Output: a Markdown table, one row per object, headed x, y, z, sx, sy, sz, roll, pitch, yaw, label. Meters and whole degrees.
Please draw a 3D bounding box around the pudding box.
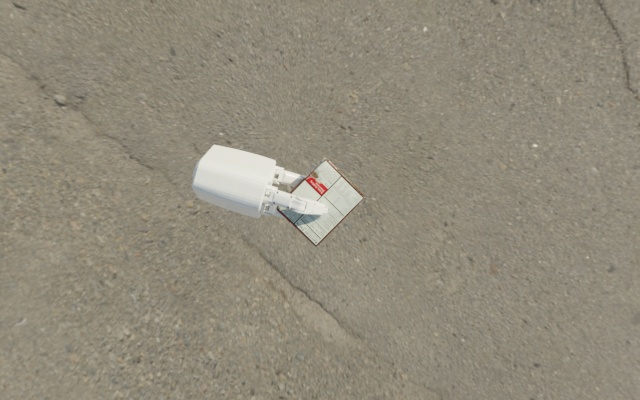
| x | y | z | sx | sy | sz | roll | pitch | yaw | label |
| --- | --- | --- | --- | --- | --- | --- | --- | --- | --- |
| 0.000 | 0.002 | 0.752 | 0.090 | 0.113 | 0.039 | 45 | 4 | -5 | pudding box |
